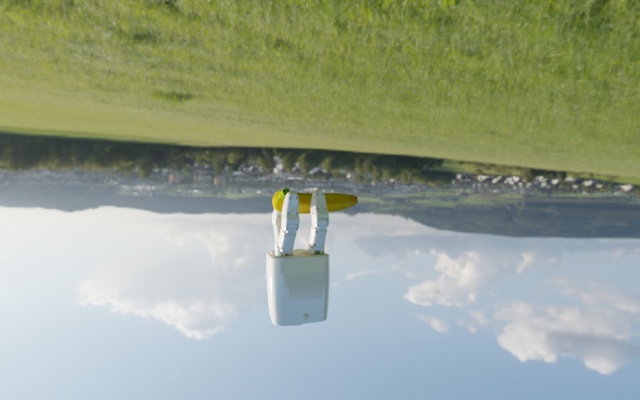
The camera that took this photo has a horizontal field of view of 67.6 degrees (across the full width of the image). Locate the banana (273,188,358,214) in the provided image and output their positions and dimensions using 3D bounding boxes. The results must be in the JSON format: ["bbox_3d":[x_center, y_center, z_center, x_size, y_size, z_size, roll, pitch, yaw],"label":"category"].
[{"bbox_3d":[-0.017,0.004,0.803,0.069,0.037,0.198,-5,-4,38],"label":"banana"}]
